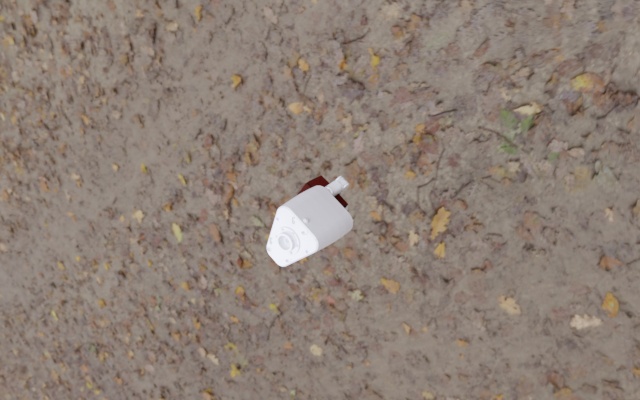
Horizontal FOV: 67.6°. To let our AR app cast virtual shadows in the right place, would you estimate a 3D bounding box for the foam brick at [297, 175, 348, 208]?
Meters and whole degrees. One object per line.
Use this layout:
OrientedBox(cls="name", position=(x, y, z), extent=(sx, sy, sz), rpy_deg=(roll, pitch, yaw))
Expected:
OrientedBox(cls="foam brick", position=(0.000, 0.003, 0.873), extent=(0.051, 0.078, 0.053), rpy_deg=(-29, -18, -50))
